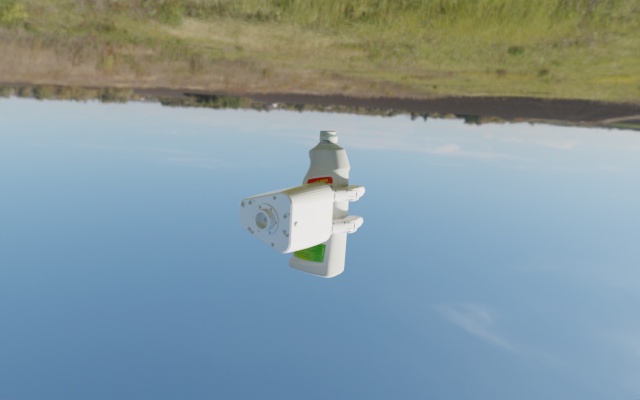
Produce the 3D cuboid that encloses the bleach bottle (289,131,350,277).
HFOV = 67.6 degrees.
[{"bbox_3d":[0.000,0.003,0.845,0.102,0.251,0.068,11,14,33],"label":"bleach bottle"}]
